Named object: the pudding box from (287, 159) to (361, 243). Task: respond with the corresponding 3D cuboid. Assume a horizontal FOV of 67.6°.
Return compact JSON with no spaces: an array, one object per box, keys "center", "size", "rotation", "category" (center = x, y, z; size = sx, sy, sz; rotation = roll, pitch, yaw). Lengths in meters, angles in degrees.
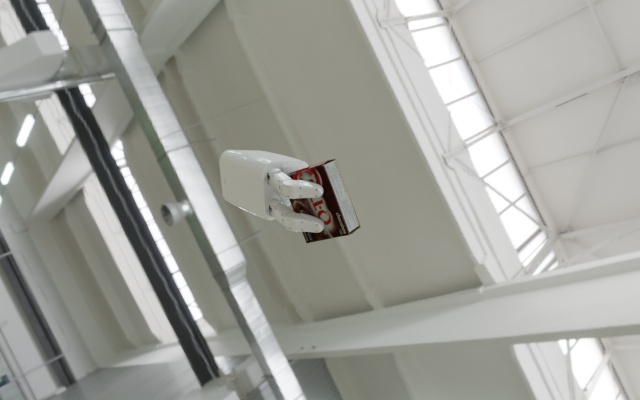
[{"center":[0.000,0.002,0.720],"size":[0.090,0.113,0.039],"rotation":[-15,11,43],"category":"pudding box"}]
